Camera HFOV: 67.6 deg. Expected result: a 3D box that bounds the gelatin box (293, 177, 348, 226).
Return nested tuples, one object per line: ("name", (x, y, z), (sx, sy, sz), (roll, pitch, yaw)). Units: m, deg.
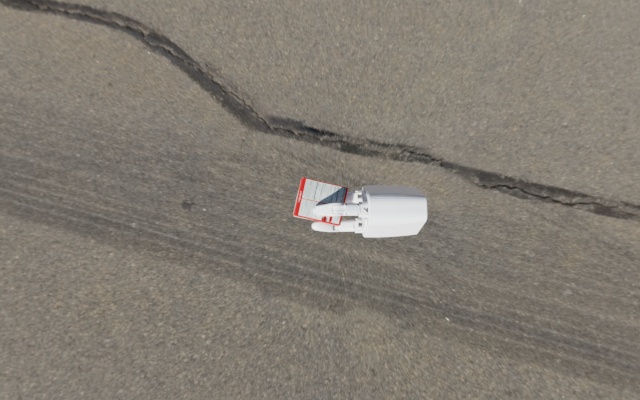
("gelatin box", (0.000, 0.003, 0.880), (0.089, 0.073, 0.030), (13, -4, -5))
